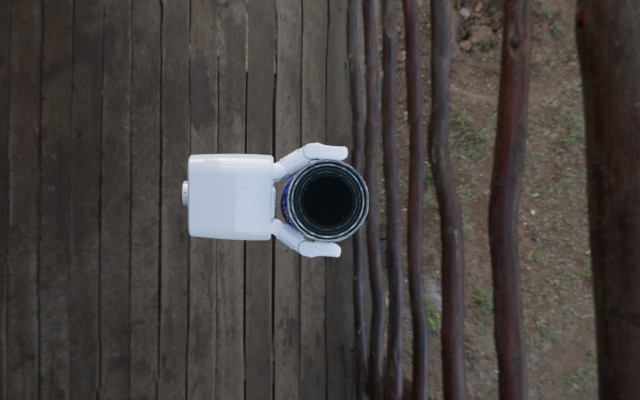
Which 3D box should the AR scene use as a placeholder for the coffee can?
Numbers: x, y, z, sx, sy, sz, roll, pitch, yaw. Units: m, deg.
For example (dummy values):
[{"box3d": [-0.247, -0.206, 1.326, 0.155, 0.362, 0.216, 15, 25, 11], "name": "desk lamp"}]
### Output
[{"box3d": [0.000, 0.002, 0.651, 0.103, 0.103, 0.140, 0, -2, -8], "name": "coffee can"}]
